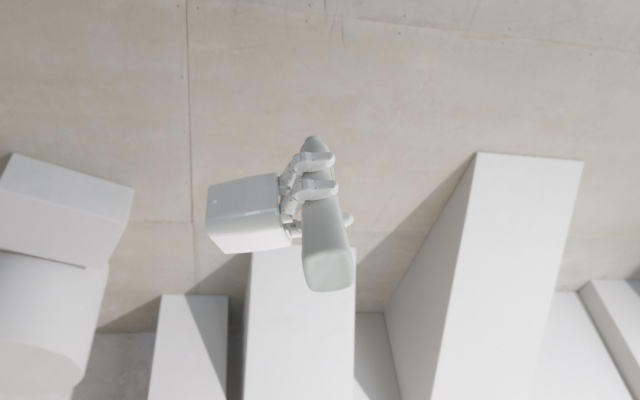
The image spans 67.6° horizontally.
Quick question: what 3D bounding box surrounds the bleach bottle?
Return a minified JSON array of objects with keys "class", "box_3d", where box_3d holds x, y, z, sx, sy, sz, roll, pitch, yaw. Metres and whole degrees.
[{"class":"bleach bottle","box_3d":[0.000,0.002,0.706,0.068,0.250,0.103,-8,-42,2]}]
